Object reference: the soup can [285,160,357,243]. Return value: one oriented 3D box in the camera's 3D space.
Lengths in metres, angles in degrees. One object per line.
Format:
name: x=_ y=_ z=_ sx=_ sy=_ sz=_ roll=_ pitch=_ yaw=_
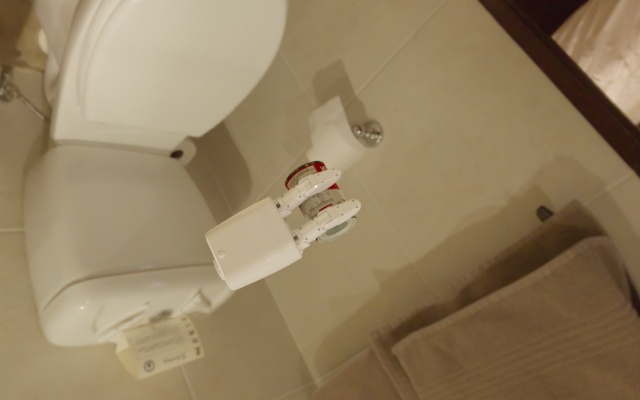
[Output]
soup can: x=0.001 y=0.002 z=0.694 sx=0.068 sy=0.102 sz=0.068 roll=-25 pitch=-23 yaw=-11
